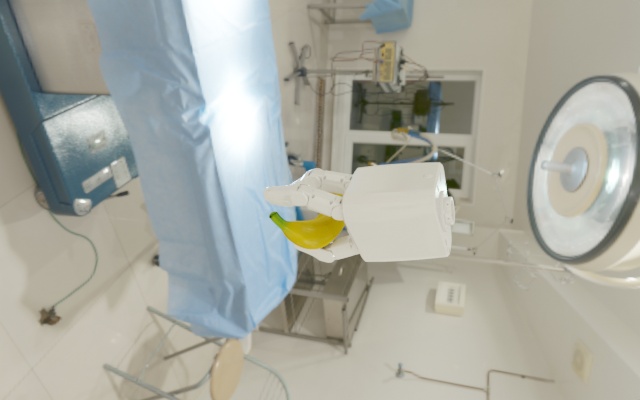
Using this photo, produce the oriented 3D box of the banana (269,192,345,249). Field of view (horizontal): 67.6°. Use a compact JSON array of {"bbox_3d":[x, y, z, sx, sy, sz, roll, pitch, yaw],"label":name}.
[{"bbox_3d":[0.004,0.021,0.635,0.037,0.069,0.197,-15,7,28],"label":"banana"}]
